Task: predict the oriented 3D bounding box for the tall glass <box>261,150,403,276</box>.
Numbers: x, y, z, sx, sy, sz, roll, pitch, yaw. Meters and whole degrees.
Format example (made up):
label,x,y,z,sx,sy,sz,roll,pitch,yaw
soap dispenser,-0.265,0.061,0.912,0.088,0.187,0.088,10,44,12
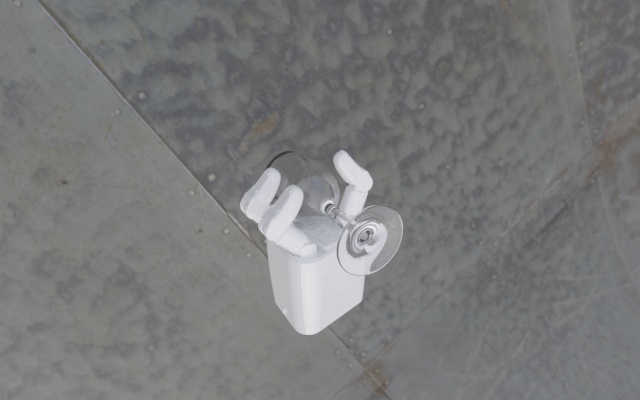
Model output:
label,x,y,z,sx,sy,sz,roll,pitch,yaw
tall glass,0.000,0.002,0.527,0.079,0.079,0.201,0,22,-31
